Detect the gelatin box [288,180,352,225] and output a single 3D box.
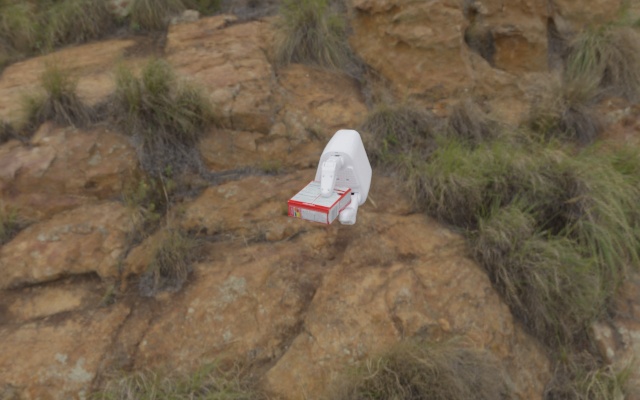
[{"bbox_3d":[0.000,0.002,0.766,0.073,0.030,0.089,12,29,24],"label":"gelatin box"}]
